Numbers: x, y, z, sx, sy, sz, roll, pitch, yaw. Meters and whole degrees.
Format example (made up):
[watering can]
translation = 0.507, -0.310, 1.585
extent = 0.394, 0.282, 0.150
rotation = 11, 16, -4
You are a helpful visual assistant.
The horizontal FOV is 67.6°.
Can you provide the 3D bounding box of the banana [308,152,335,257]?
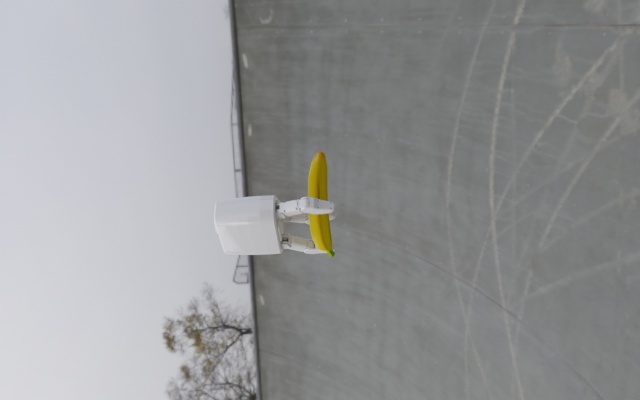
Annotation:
[banana]
translation = -0.002, 0.005, 0.862
extent = 0.037, 0.198, 0.069
rotation = -4, -4, 7
